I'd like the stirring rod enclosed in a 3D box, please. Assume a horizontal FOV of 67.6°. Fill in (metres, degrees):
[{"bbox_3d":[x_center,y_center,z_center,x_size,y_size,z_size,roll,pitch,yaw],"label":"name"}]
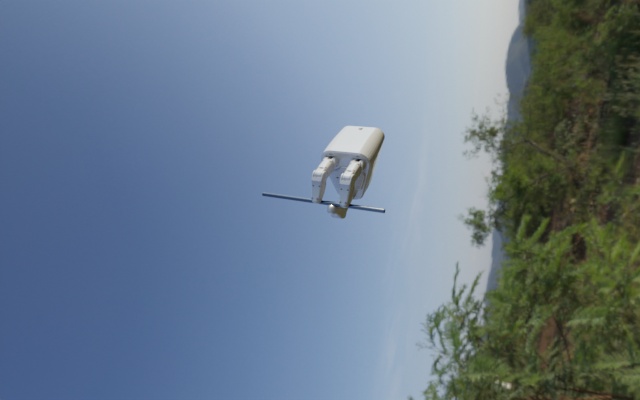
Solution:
[{"bbox_3d":[0.000,0.003,0.862,0.239,0.011,0.011,8,3,23],"label":"stirring rod"}]
